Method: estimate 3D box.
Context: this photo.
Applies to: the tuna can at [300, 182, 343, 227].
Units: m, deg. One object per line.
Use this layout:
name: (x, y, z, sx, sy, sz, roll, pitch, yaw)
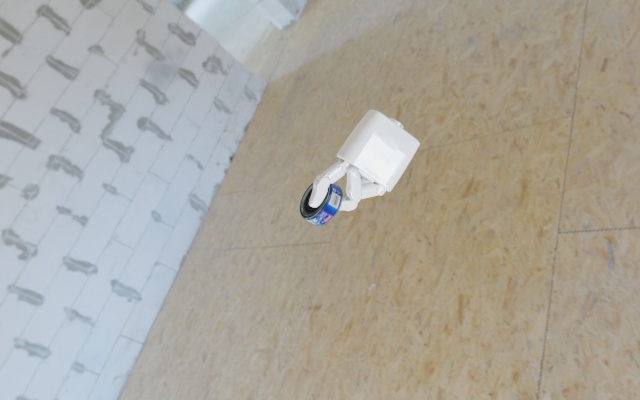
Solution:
tuna can: (0.000, 0.003, 0.890, 0.034, 0.086, 0.086, 30, -18, -32)
